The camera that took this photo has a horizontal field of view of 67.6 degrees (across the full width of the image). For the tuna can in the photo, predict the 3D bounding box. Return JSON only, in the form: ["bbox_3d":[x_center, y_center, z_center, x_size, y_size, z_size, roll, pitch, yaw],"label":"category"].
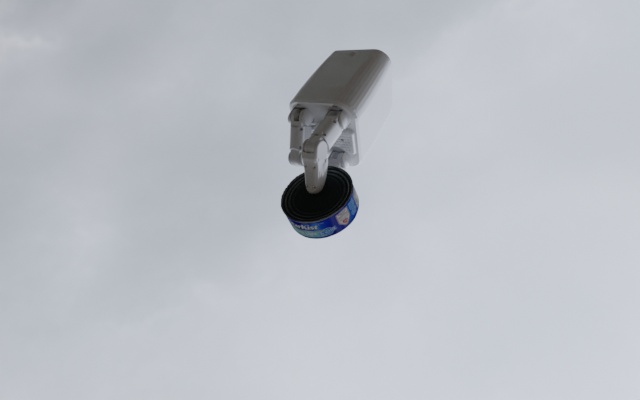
[{"bbox_3d":[0.000,0.002,0.547,0.086,0.086,0.034,0,-42,25],"label":"tuna can"}]
